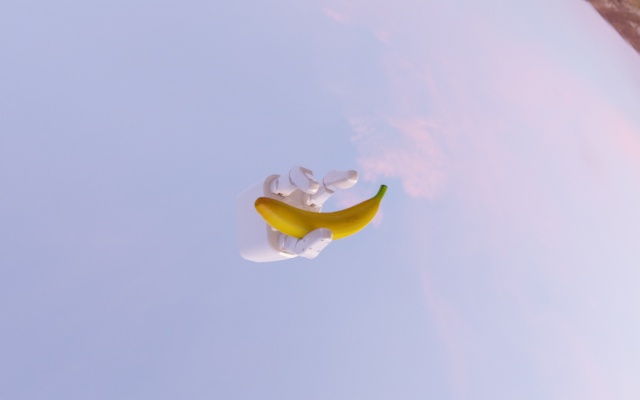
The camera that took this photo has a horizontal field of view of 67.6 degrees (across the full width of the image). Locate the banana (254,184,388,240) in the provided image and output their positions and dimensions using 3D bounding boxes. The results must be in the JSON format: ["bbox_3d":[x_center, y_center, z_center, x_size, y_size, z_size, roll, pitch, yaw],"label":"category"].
[{"bbox_3d":[0.004,0.020,0.625,0.198,0.069,0.037,-7,9,-32],"label":"banana"}]
